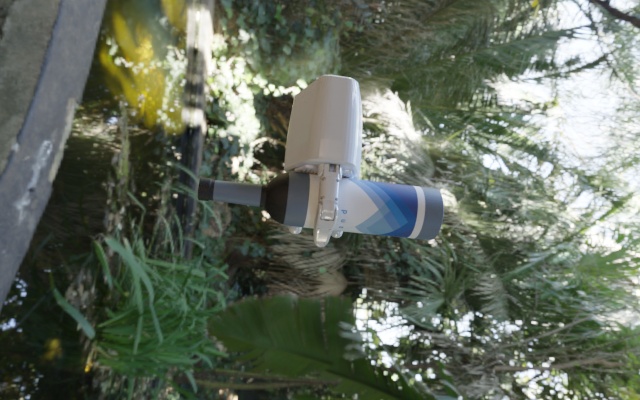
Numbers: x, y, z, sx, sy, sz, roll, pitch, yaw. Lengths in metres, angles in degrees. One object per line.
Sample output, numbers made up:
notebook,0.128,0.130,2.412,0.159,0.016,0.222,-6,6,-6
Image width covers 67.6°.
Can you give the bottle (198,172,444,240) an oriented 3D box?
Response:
bottle,0.000,0.002,0.592,0.296,0.069,0.069,6,-1,-8
